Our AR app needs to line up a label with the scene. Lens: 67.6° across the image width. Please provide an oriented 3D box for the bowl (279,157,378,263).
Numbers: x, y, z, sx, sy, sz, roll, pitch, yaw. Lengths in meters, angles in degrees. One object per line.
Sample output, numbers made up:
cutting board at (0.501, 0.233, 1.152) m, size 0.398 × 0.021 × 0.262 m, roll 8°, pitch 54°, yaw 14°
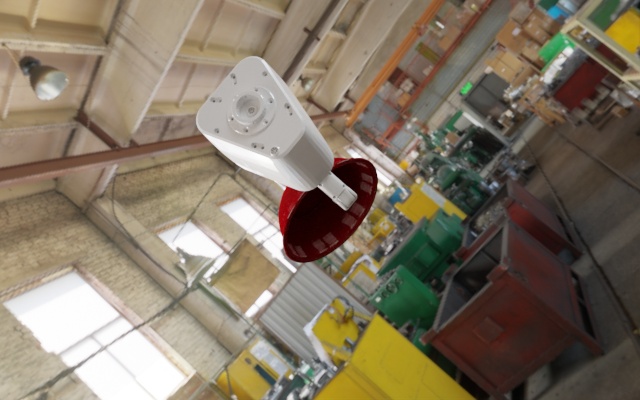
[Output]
bowl at (0.000, 0.003, 0.627) m, size 0.162 × 0.162 × 0.055 m, roll 0°, pitch 33°, yaw -50°
